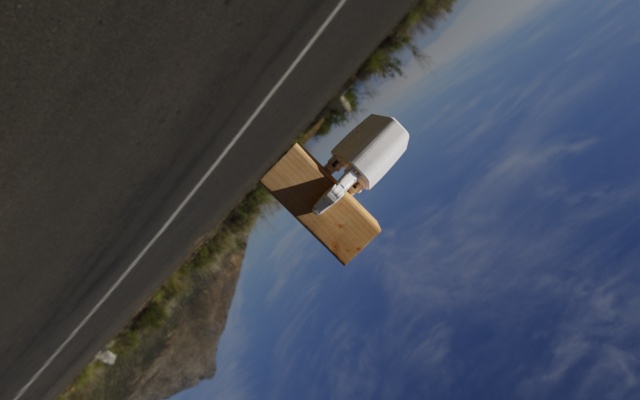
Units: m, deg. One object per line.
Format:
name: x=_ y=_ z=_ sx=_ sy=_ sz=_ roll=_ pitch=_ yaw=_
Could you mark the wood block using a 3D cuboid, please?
wood block: x=0.001 y=0.003 z=0.839 sx=0.090 sy=0.206 sz=0.091 roll=-44 pitch=6 yaw=7
